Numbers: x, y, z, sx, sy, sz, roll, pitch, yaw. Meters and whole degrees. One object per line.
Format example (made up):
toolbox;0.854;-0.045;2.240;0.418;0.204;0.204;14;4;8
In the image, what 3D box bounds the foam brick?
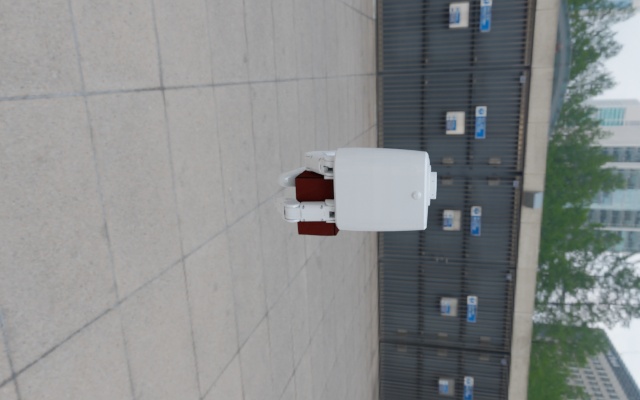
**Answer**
foam brick;0.000;0.002;0.616;0.051;0.078;0.053;2;16;14
